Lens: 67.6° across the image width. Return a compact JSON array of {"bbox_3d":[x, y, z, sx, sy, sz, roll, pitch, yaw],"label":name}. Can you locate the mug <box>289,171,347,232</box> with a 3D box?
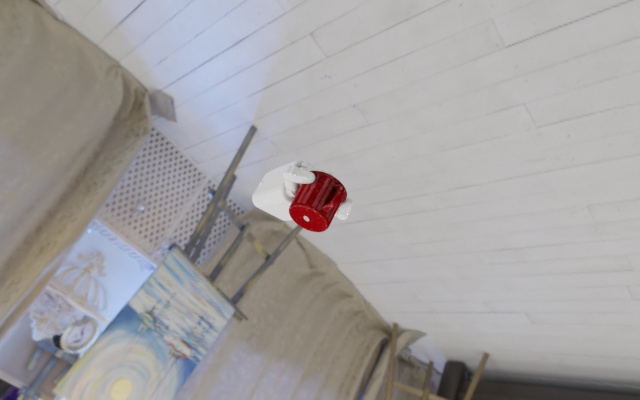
[{"bbox_3d":[0.001,0.003,0.881,0.117,0.081,0.093,-16,-52,47],"label":"mug"}]
